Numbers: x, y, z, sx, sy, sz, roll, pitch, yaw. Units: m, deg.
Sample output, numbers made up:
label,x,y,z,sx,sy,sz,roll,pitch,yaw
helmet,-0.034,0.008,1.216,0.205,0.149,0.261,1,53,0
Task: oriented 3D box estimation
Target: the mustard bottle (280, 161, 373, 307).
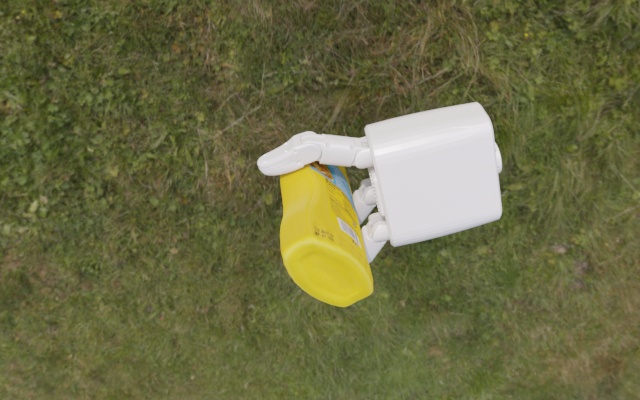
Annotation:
label,x,y,z,sx,sy,sz,roll,pitch,yaw
mustard bottle,0.000,0.002,0.461,0.058,0.191,0.096,-33,-54,20
